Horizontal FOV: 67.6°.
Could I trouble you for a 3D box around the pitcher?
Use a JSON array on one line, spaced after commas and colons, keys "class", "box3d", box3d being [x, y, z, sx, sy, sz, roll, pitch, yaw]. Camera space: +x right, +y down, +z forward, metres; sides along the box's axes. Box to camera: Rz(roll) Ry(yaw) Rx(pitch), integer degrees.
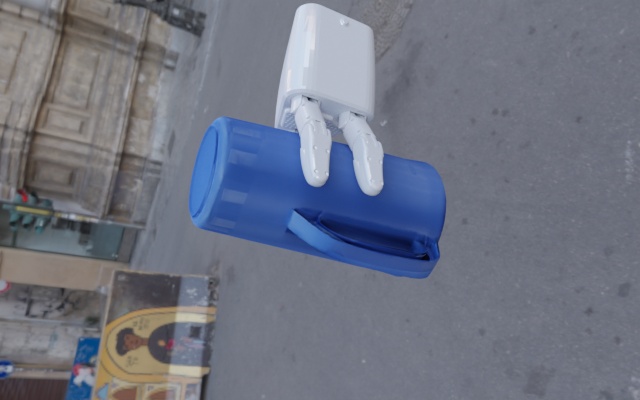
[{"class": "pitcher", "box3d": [0.000, 0.001, 0.485, 0.243, 0.145, 0.149, 13, -18, -25]}]
